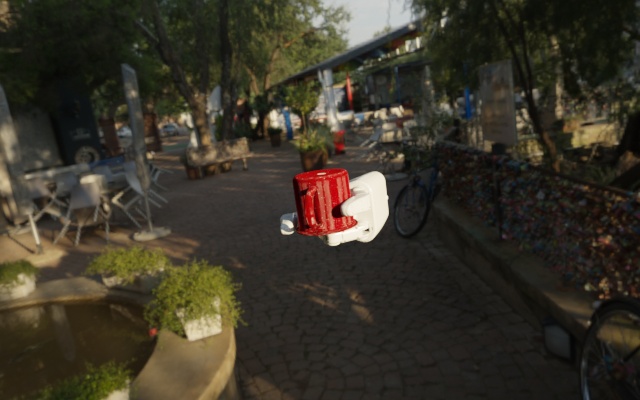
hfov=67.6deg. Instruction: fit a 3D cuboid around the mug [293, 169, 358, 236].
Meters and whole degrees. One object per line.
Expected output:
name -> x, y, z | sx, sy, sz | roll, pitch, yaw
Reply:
mug -> 0.000, 0.002, 0.687 | 0.093, 0.081, 0.117 | -4, 11, 21
